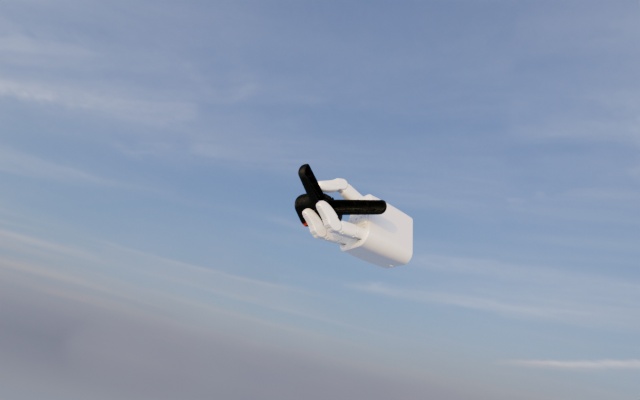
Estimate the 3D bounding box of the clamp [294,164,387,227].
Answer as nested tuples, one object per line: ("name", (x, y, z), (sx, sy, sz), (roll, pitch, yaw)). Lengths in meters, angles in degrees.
("clamp", (0.000, 0.002, 0.872), (0.164, 0.036, 0.210), (29, -26, -18))
